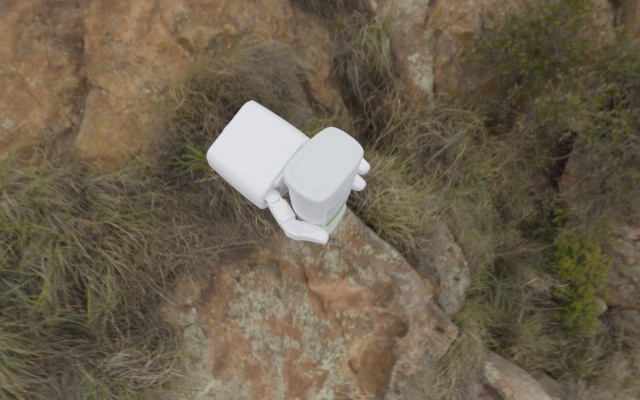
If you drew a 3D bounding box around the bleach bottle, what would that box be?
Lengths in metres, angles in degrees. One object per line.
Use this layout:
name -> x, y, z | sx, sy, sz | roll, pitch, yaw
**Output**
bleach bottle -> 0.000, 0.002, 0.670 | 0.068, 0.102, 0.251 | 38, -19, 12
